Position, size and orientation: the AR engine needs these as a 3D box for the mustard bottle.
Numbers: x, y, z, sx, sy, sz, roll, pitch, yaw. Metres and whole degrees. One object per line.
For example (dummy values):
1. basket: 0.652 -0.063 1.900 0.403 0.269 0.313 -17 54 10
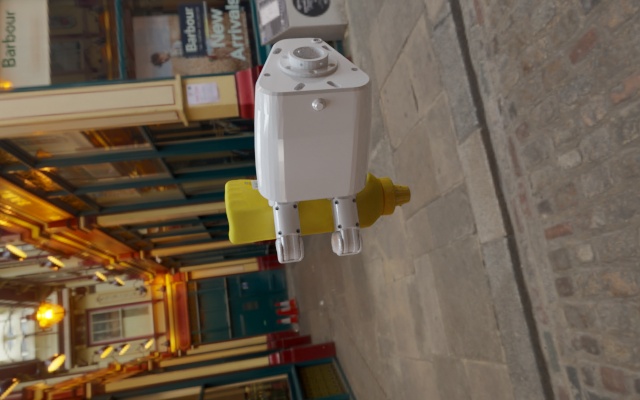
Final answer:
1. mustard bottle: 0.000 0.002 0.497 0.191 0.058 0.096 -6 17 -9
